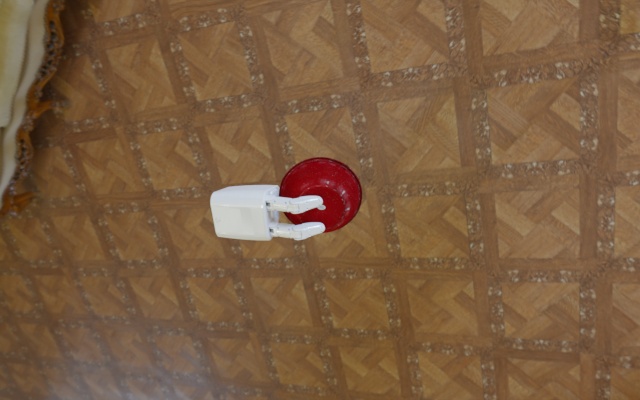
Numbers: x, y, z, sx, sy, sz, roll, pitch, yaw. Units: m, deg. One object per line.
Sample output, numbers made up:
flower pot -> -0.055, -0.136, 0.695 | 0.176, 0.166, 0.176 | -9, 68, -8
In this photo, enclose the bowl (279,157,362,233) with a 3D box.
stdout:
bowl -> 0.001, 0.003, 0.897 | 0.162, 0.162, 0.055 | 0, 26, 0
